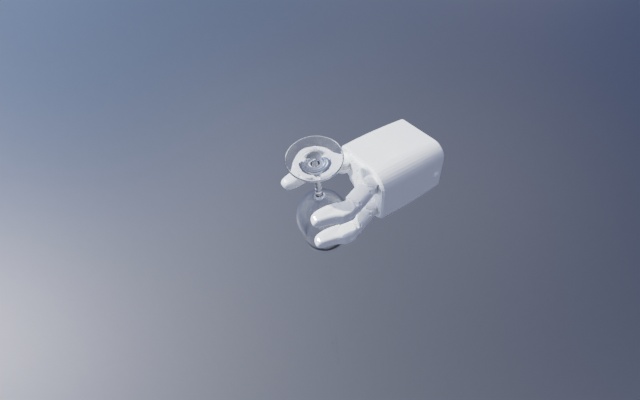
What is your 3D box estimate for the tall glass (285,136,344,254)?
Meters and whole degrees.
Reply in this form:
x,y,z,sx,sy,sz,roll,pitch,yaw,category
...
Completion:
x,y,z,sx,sy,sz,roll,pitch,yaw,category
0.000,0.002,0.676,0.079,0.079,0.201,0,-34,5,tall glass
